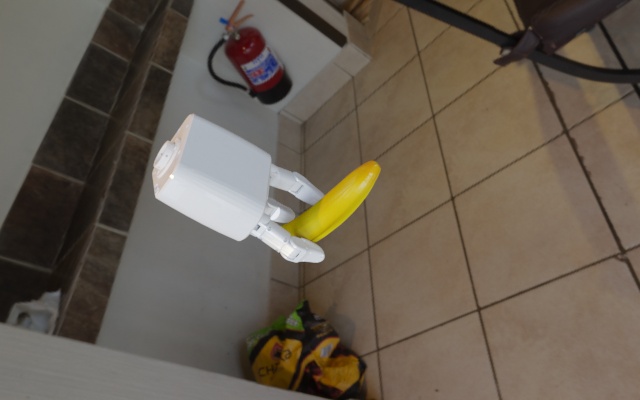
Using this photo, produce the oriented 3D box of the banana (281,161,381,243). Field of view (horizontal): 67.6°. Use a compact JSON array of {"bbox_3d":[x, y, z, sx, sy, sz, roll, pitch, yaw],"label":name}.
[{"bbox_3d":[-0.005,0.018,0.580,0.037,0.069,0.198,32,-42,-25],"label":"banana"}]
